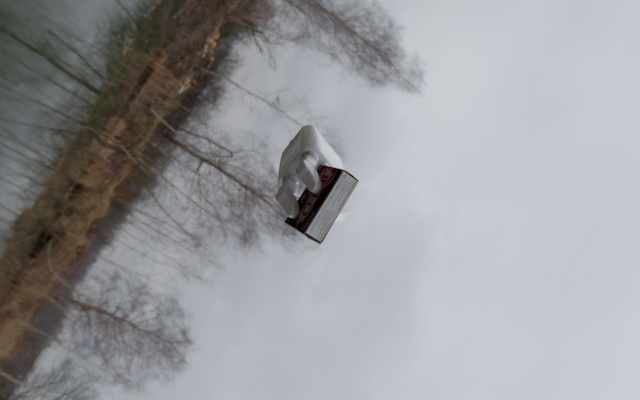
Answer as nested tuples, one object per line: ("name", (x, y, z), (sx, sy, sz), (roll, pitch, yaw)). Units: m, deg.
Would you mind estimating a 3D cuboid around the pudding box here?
("pudding box", (0.000, 0.002, 0.728), (0.039, 0.113, 0.090), (31, -4, -22))
